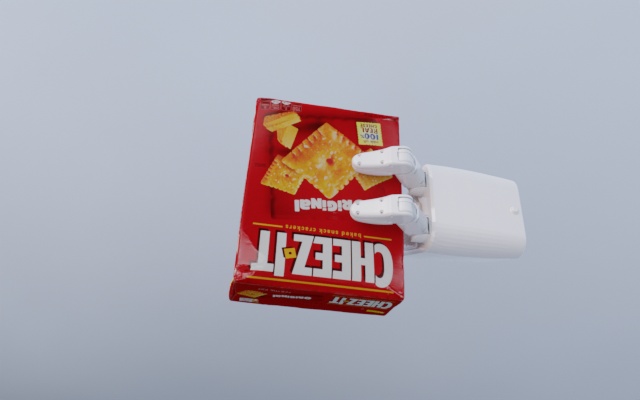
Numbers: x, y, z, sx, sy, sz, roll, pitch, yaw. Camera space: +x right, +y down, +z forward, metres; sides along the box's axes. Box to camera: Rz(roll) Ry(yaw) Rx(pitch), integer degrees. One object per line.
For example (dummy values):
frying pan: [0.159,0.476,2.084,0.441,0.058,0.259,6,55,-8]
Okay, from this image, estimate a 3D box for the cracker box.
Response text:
cracker box: [0.000,0.002,0.504,0.164,0.213,0.072,7,-28,-8]
